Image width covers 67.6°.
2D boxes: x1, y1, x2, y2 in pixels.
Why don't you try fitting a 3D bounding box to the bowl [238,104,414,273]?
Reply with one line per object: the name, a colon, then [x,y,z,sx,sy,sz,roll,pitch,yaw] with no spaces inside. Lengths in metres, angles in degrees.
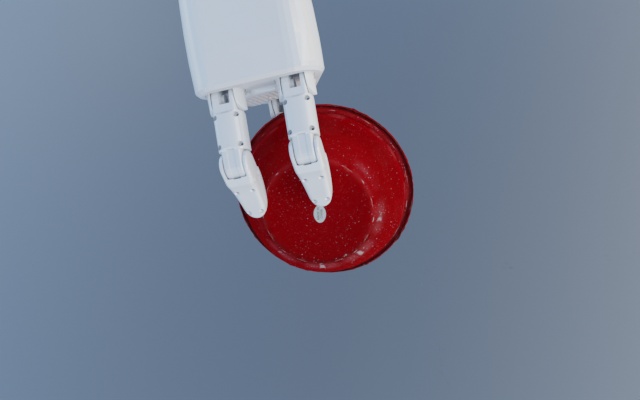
bowl: [0.001,0.003,0.412,0.162,0.162,0.055,0,19,7]
